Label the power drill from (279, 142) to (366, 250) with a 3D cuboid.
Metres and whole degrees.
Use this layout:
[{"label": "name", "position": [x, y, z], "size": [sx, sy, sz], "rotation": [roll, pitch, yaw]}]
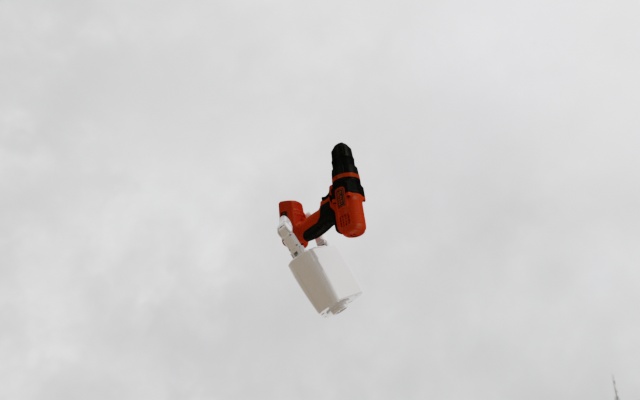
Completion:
[{"label": "power drill", "position": [0.000, 0.003, 0.898], "size": [0.057, 0.184, 0.188], "rotation": [18, -35, -40]}]
